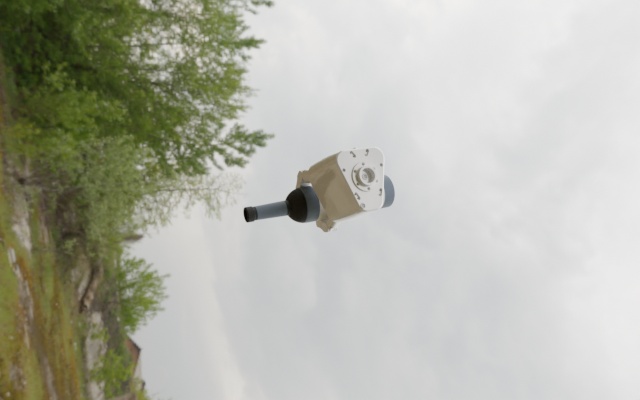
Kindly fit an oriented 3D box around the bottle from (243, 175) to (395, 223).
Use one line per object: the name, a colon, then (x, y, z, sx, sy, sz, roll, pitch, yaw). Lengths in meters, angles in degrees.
bottle: (0.000, 0.003, 0.894, 0.295, 0.069, 0.069, -10, 4, -26)
